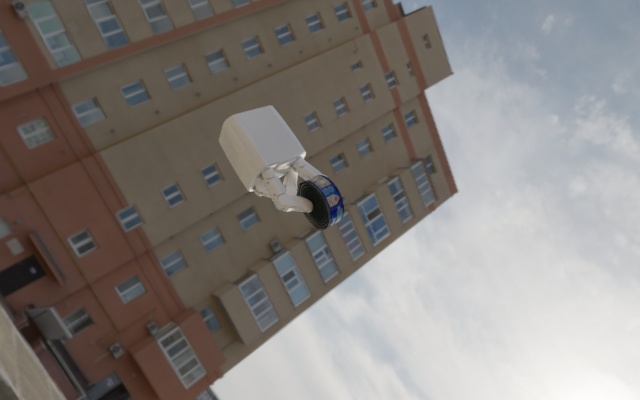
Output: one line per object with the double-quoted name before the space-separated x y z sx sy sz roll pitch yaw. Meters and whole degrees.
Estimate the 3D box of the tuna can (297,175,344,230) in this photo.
"tuna can" 0.001 0.002 0.776 0.033 0.086 0.086 -26 13 -28
